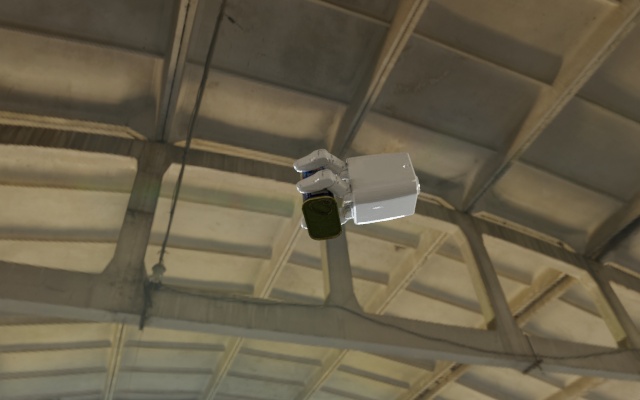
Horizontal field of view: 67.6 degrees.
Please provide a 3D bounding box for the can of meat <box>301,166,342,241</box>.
[{"bbox_3d":[0.000,0.003,0.810,0.057,0.083,0.102,-10,-45,4],"label":"can of meat"}]
